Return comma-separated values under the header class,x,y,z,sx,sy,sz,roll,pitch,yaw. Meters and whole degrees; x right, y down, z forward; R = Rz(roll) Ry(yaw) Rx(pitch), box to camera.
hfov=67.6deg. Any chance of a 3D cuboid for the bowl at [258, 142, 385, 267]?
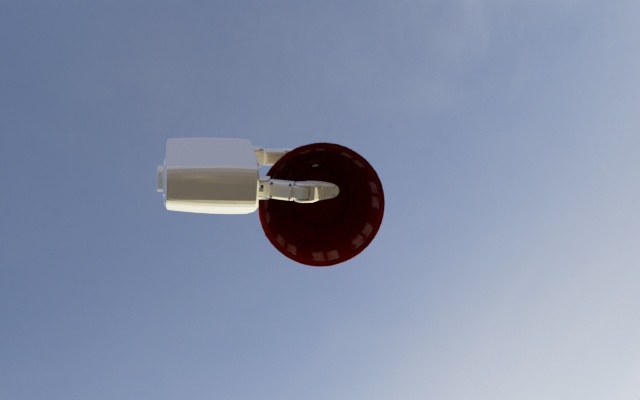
class,x,y,z,sx,sy,sz,roll,pitch,yaw
bowl,0.001,0.002,0.627,0.162,0.162,0.055,0,13,-5
